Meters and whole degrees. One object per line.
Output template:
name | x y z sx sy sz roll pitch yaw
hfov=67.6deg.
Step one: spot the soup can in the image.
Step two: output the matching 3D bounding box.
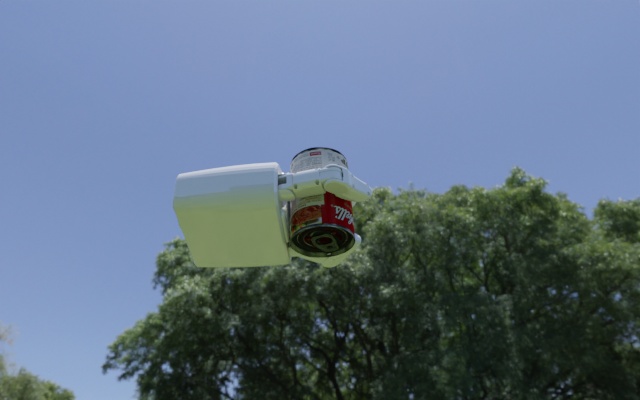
soup can | 0.001 0.001 0.518 0.068 0.102 0.069 -2 -34 -1
